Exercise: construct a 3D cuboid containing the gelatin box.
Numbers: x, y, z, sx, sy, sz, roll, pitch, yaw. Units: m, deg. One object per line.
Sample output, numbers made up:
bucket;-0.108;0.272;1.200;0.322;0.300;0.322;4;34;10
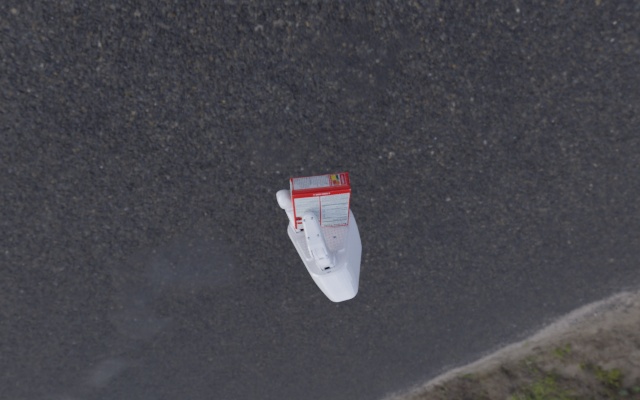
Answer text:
gelatin box;0.000;0.002;0.616;0.073;0.030;0.089;-6;-32;-3
